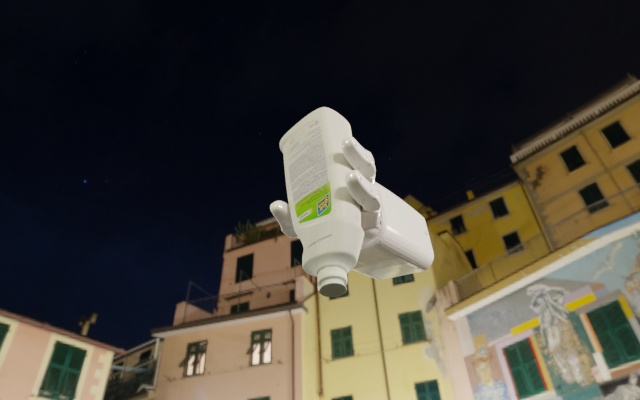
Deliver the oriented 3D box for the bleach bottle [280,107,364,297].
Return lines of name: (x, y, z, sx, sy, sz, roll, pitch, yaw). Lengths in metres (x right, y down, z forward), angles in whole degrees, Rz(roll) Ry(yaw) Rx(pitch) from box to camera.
bleach bottle: (0.000, 0.002, 0.574, 0.068, 0.250, 0.102, 30, -51, -33)
